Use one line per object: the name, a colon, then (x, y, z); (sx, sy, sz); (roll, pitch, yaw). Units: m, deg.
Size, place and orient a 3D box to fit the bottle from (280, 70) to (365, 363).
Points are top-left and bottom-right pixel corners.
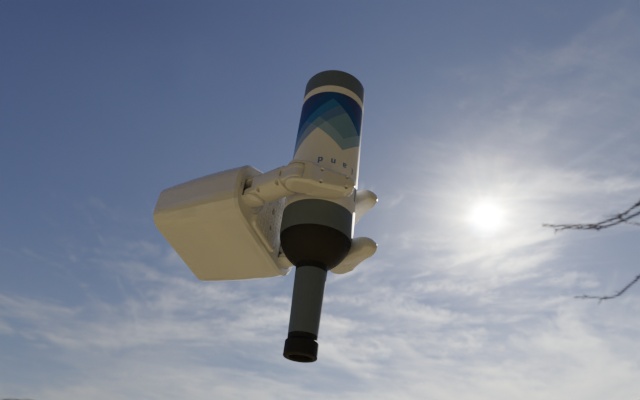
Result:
bottle: (0.000, 0.001, 0.454); (0.069, 0.295, 0.069); (5, -33, 3)
